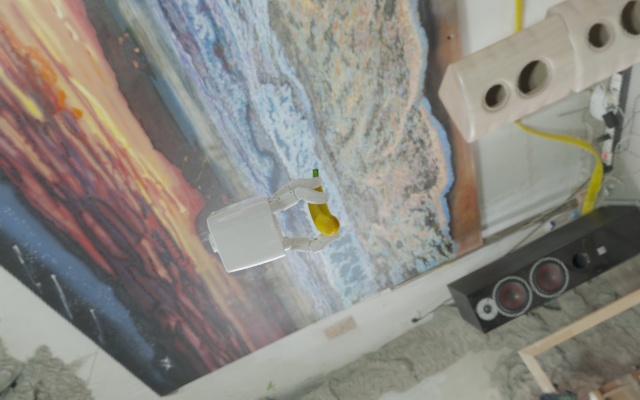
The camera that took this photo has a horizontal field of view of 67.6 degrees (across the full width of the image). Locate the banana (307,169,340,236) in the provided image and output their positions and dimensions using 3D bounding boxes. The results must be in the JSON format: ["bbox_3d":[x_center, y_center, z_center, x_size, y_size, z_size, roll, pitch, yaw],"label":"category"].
[{"bbox_3d":[0.001,0.017,0.850,0.037,0.070,0.197,-11,32,-7],"label":"banana"}]
